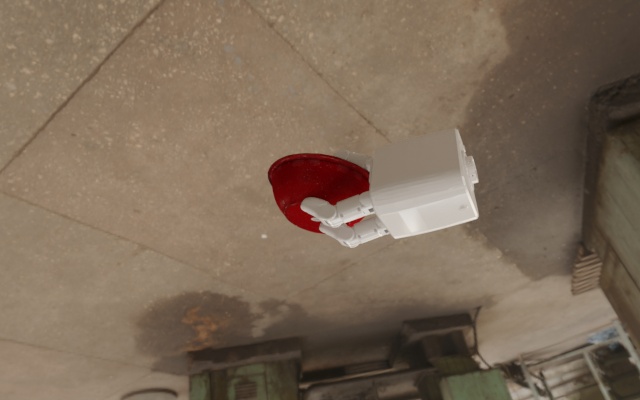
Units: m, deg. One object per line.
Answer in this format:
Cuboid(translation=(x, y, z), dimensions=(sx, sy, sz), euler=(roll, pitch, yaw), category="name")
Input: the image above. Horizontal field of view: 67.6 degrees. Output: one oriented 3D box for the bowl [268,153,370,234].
Cuboid(translation=(-0.001, 0.003, 0.658), dimensions=(0.162, 0.055, 0.162), euler=(10, -27, 5), category="bowl")
